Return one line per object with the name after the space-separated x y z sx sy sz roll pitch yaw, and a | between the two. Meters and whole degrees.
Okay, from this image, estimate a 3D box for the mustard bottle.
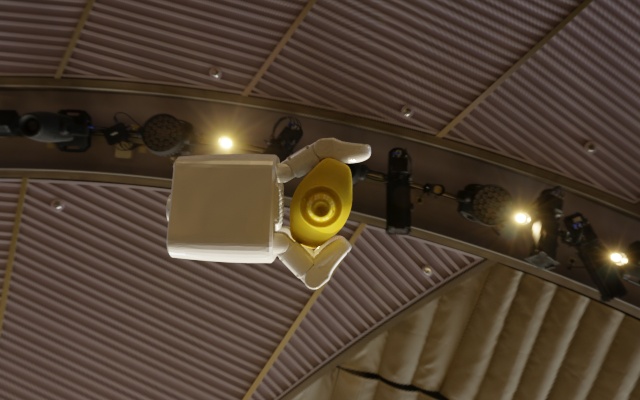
0.000 0.002 0.517 0.058 0.096 0.191 25 3 -1 | mustard bottle
